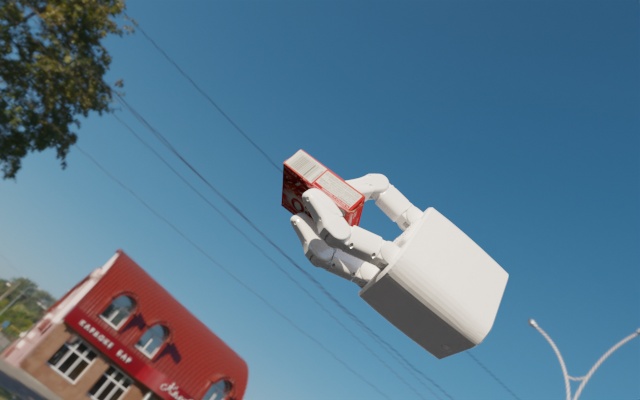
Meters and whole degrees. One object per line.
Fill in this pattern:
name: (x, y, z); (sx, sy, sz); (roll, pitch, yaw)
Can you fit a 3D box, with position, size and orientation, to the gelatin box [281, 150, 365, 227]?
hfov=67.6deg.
gelatin box: (0.000, 0.001, 0.491); (0.089, 0.073, 0.030); (38, 59, 20)
